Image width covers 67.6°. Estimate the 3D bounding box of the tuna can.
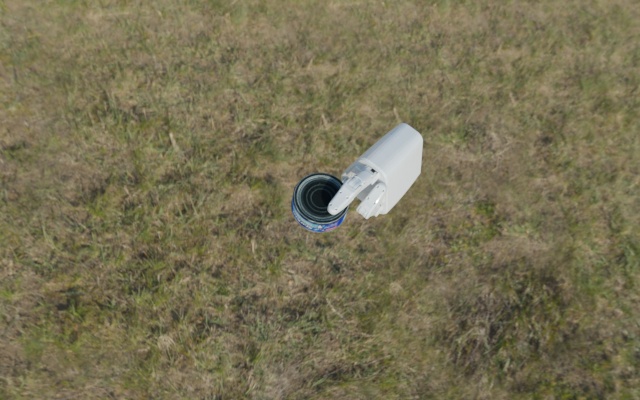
[{"bbox_3d":[0.000,0.002,0.707,0.086,0.086,0.034,0,-24,-8],"label":"tuna can"}]
